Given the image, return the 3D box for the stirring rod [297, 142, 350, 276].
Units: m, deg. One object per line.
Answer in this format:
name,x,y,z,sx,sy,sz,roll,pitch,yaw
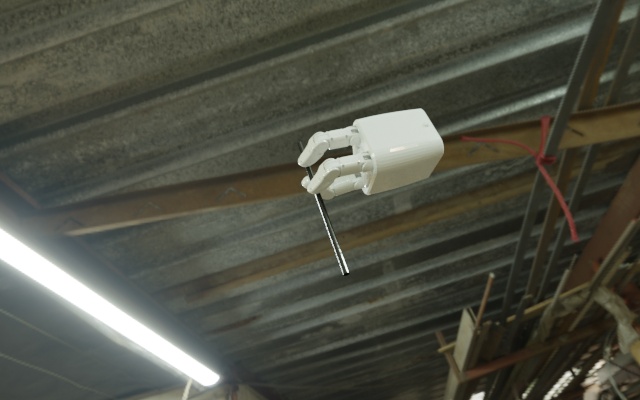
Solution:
stirring rod,0.000,0.002,0.674,0.011,0.239,0.011,-13,-37,-10
